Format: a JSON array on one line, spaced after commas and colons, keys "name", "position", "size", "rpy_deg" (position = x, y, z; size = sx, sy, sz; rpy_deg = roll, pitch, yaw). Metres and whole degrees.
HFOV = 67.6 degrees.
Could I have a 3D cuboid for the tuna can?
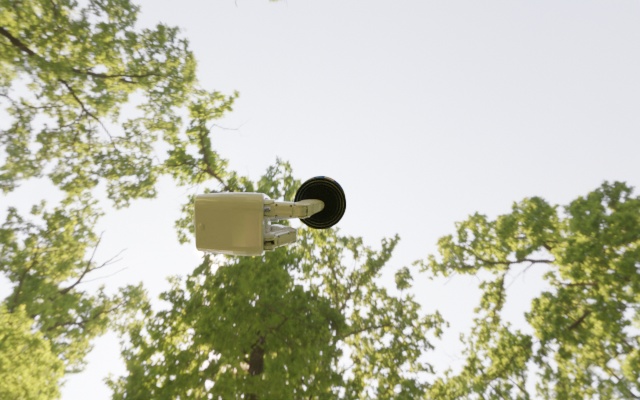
[{"name": "tuna can", "position": [0.000, 0.002, 0.783], "size": [0.086, 0.086, 0.033], "rpy_deg": [0, 11, 3]}]
